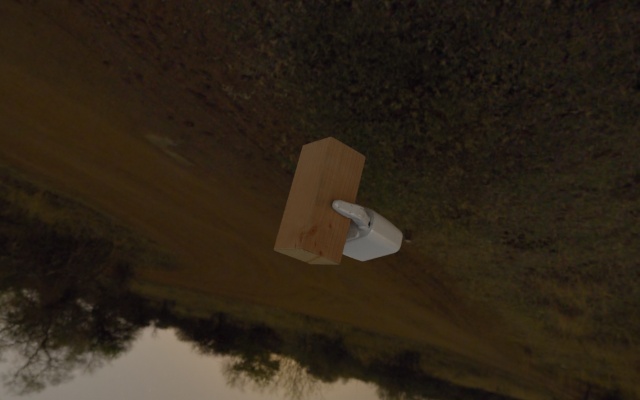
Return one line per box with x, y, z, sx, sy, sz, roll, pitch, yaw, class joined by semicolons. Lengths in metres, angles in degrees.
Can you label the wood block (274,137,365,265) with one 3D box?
0.001;0.003;0.857;0.090;0.206;0.091;26;-20;-33;wood block
